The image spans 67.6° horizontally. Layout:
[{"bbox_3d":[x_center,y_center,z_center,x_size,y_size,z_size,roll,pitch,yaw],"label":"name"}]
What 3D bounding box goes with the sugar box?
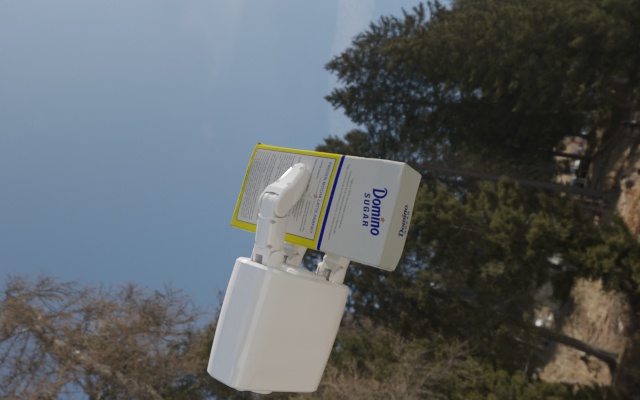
[{"bbox_3d":[0.000,0.002,0.460,0.176,0.093,0.048,13,-6,33],"label":"sugar box"}]
